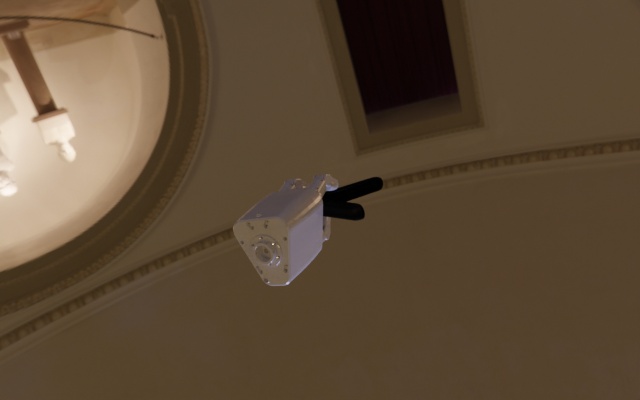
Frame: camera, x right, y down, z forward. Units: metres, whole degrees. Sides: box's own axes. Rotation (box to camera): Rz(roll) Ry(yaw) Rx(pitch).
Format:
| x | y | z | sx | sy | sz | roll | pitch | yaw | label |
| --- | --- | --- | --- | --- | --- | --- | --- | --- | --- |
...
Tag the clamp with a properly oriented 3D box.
| x | y | z | sx | sy | sz | roll | pitch | yaw | label |
| --- | --- | --- | --- | --- | --- | --- | --- | --- | --- |
| 0.000 | 0.004 | 0.798 | 0.210 | 0.036 | 0.164 | -6 | 15 | 27 | clamp |
